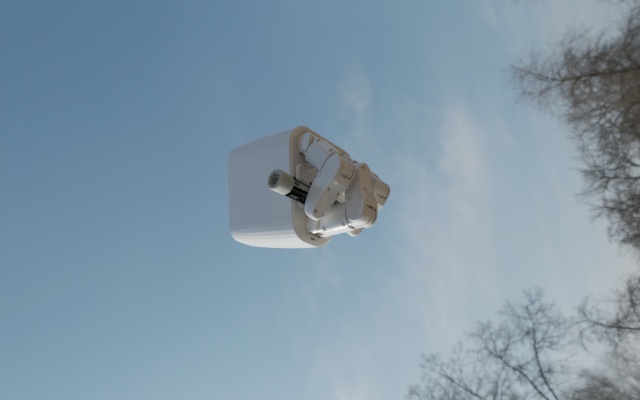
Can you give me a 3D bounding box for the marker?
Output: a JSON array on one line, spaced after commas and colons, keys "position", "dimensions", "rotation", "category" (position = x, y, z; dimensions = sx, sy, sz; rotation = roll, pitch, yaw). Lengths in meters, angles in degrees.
[{"position": [0.000, 0.001, 0.450], "dimensions": [0.020, 0.020, 0.121], "rotation": [0, -19, 44], "category": "marker"}]
